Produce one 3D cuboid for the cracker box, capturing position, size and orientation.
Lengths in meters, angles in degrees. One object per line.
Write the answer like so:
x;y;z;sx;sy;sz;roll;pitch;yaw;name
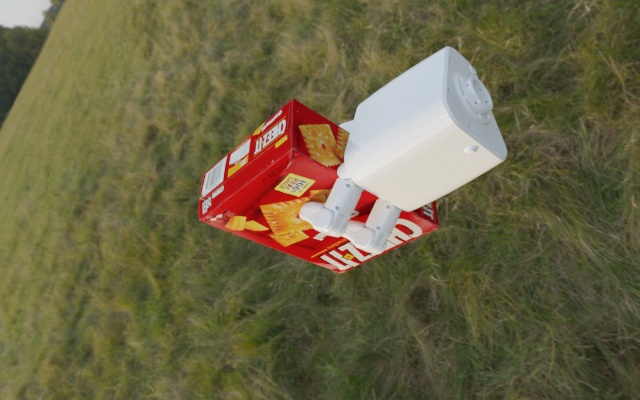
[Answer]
0.000;0.002;0.528;0.214;0.072;0.164;26;-41;-34;cracker box
